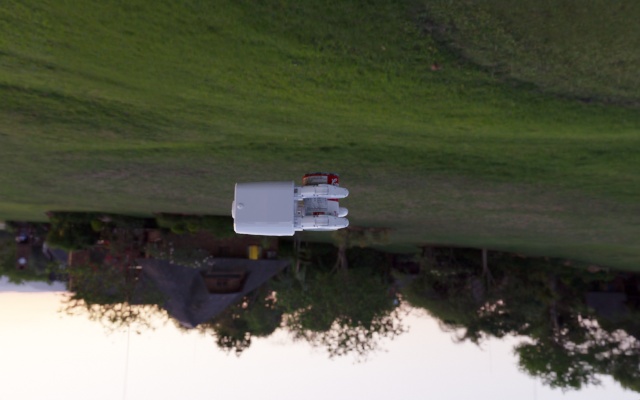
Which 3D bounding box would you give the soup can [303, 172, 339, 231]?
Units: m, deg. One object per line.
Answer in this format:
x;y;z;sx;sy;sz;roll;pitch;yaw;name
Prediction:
0.001;0.003;0.890;0.068;0.102;0.068;0;-8;0;soup can
